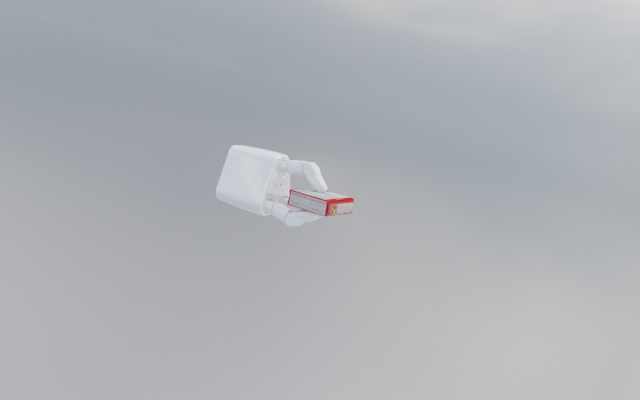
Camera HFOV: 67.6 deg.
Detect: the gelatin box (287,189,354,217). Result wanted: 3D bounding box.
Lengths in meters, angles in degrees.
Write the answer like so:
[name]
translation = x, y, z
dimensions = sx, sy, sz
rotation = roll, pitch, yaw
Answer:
[gelatin box]
translation = 0.000, 0.002, 0.816
dimensions = 0.089, 0.030, 0.073
rotation = 16, 12, 37
